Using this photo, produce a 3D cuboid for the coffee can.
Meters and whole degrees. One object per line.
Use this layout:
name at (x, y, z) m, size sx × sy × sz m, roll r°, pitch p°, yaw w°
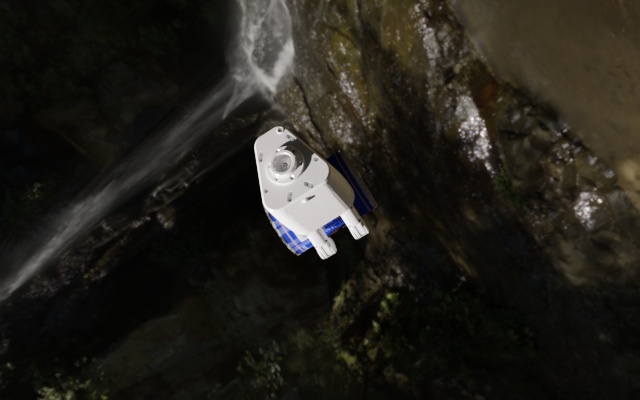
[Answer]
coffee can at (0.000, 0.002, 0.714) m, size 0.140 × 0.103 × 0.103 m, roll -32°, pitch -4°, yaw 6°
